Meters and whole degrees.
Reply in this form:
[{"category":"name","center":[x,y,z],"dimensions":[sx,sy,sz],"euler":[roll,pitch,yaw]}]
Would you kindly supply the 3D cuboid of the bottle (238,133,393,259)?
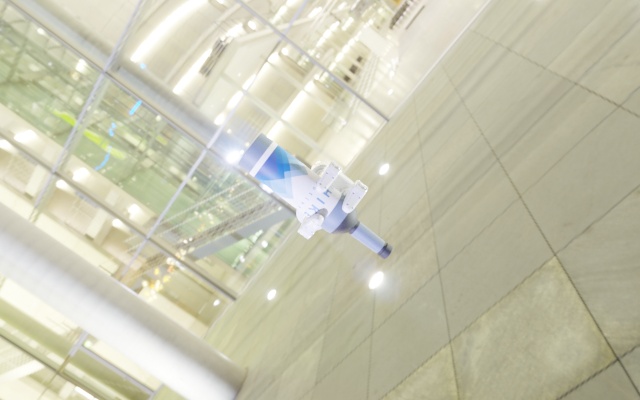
[{"category":"bottle","center":[0.000,0.003,0.802],"dimensions":[0.296,0.069,0.069],"euler":[37,-6,-8]}]
